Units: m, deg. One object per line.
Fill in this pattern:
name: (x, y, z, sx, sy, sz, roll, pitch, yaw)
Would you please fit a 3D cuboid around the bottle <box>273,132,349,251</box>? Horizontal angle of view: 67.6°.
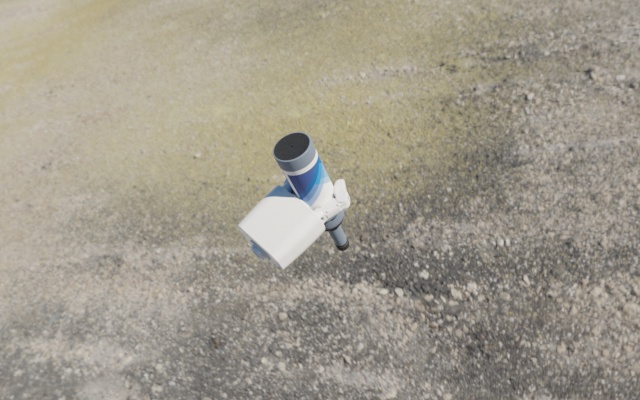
bottle: (0.000, 0.003, 0.874, 0.069, 0.069, 0.296, 0, -38, 23)
